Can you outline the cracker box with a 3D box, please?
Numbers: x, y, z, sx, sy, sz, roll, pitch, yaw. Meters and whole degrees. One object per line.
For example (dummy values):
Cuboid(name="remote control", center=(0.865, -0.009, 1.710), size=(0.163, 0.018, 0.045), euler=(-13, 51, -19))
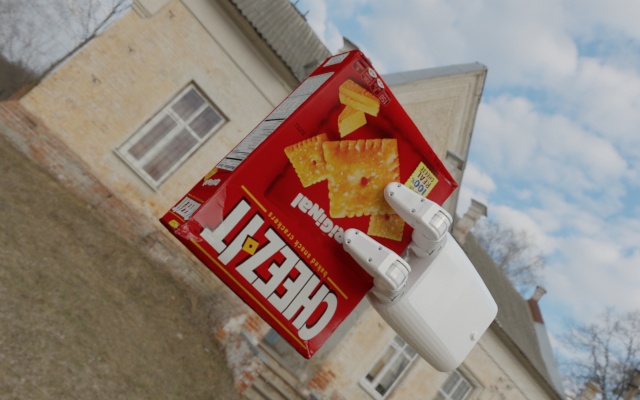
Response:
Cuboid(name="cracker box", center=(0.000, 0.001, 0.419), size=(0.164, 0.213, 0.072), euler=(49, -16, -23))
